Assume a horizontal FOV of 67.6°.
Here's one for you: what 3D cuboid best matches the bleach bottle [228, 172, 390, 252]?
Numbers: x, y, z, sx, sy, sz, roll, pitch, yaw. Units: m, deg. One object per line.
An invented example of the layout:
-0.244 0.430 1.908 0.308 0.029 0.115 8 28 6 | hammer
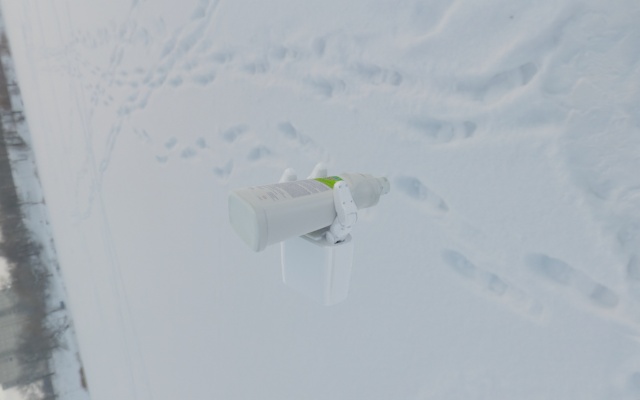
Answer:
0.000 0.002 0.691 0.251 0.068 0.102 -12 28 -30 | bleach bottle
